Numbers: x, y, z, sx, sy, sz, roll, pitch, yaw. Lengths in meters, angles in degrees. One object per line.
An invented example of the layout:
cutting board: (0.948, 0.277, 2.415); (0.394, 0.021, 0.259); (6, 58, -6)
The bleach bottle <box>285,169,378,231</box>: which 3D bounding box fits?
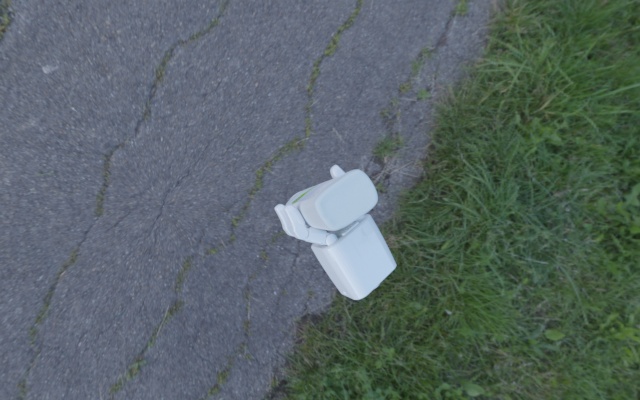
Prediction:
bleach bottle: (0.000, 0.003, 0.821); (0.102, 0.068, 0.251); (-34, 9, -16)
